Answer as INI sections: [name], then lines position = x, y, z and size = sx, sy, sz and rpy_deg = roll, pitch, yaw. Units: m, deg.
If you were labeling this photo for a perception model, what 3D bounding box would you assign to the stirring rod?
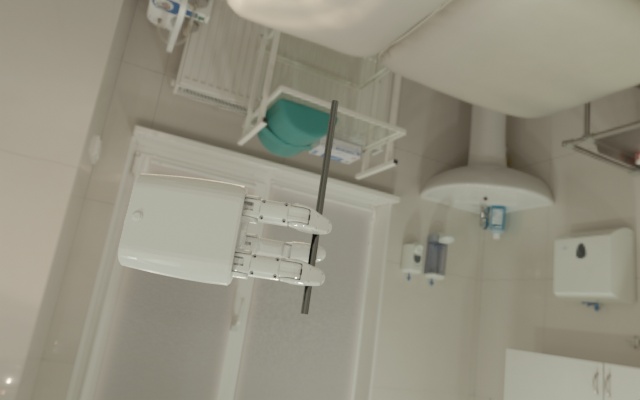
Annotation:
[stirring rod]
position = 0.000, 0.002, 0.522
size = 0.011, 0.239, 0.011
rpy_deg = 8, -14, 2
